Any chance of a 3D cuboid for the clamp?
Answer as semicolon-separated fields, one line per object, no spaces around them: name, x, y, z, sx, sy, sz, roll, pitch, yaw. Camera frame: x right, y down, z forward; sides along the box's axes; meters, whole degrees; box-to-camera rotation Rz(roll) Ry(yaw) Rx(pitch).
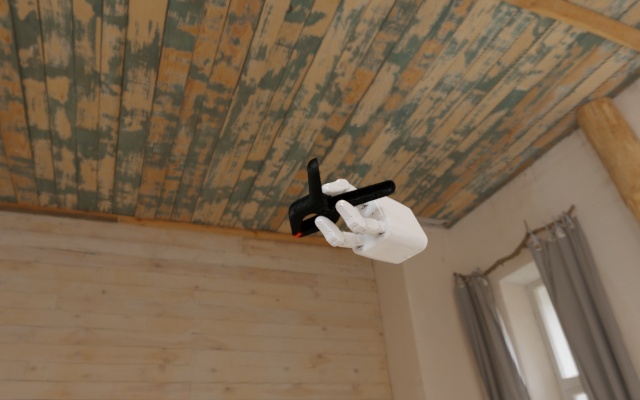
clamp;0.000;0.002;0.811;0.164;0.036;0.210;20;-41;-35
